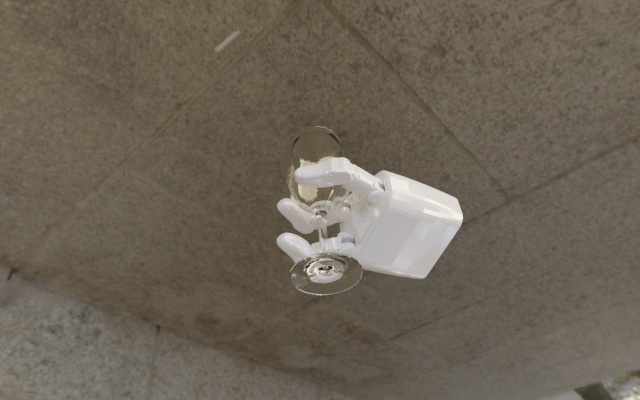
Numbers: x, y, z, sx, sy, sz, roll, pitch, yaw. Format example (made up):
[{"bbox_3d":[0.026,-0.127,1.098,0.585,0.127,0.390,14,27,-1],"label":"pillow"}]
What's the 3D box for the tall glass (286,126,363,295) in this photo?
[{"bbox_3d":[0.000,0.002,0.545,0.079,0.200,0.079,-3,-42,-2],"label":"tall glass"}]
